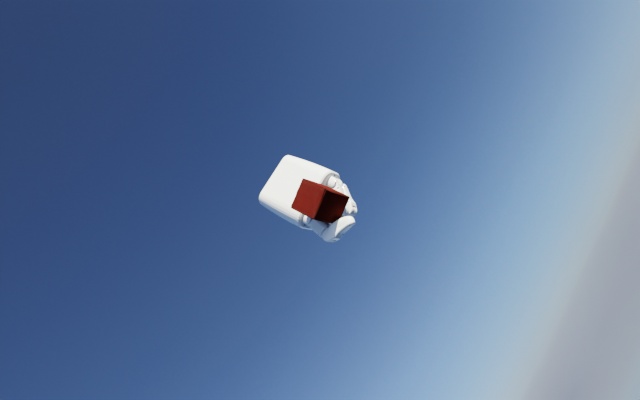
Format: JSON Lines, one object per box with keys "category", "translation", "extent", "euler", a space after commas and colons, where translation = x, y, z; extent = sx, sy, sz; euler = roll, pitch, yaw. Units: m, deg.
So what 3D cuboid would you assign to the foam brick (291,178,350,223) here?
{"category": "foam brick", "translation": [0.000, 0.002, 0.771], "extent": [0.051, 0.053, 0.078], "euler": [27, 5, 33]}
